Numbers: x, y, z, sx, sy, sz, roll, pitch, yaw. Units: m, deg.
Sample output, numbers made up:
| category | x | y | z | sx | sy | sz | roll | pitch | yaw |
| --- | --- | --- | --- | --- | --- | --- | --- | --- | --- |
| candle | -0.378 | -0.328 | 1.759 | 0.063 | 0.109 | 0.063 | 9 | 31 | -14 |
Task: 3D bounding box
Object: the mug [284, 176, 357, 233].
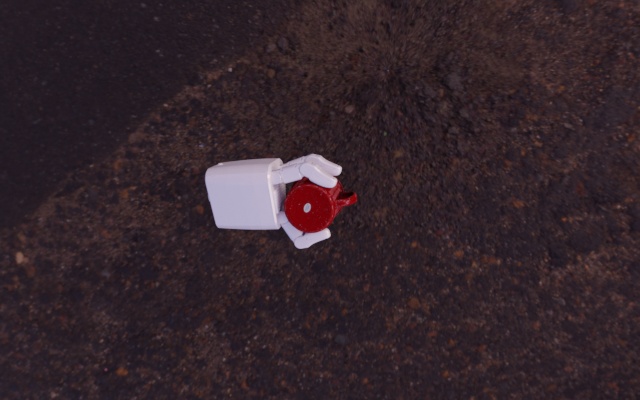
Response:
| category | x | y | z | sx | sy | sz | roll | pitch | yaw |
| --- | --- | --- | --- | --- | --- | --- | --- | --- | --- |
| mug | 0.002 | 0.003 | 0.768 | 0.117 | 0.093 | 0.081 | -3 | 15 | 10 |
